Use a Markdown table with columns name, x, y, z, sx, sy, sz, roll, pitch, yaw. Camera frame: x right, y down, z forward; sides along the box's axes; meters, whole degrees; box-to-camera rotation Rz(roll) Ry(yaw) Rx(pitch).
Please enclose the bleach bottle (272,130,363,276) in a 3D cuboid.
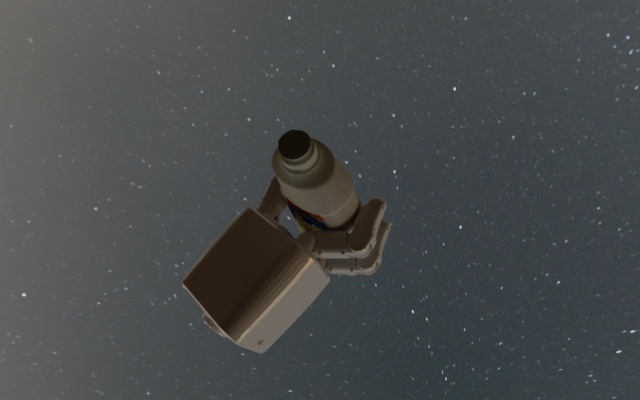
| name | x | y | z | sx | sy | sz | roll | pitch | yaw |
| --- | --- | --- | --- | --- | --- | --- | --- | --- | --- |
| bleach bottle | 0.000 | 0.002 | 0.498 | 0.102 | 0.068 | 0.251 | 37 | -11 | 25 |
